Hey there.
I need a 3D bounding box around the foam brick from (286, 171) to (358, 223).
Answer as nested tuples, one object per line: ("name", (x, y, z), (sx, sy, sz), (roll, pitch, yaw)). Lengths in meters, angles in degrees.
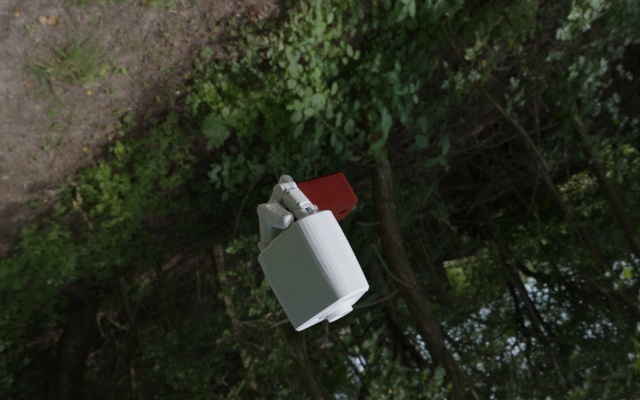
("foam brick", (0.000, 0.002, 0.636), (0.078, 0.051, 0.053), (-17, -24, -34))
